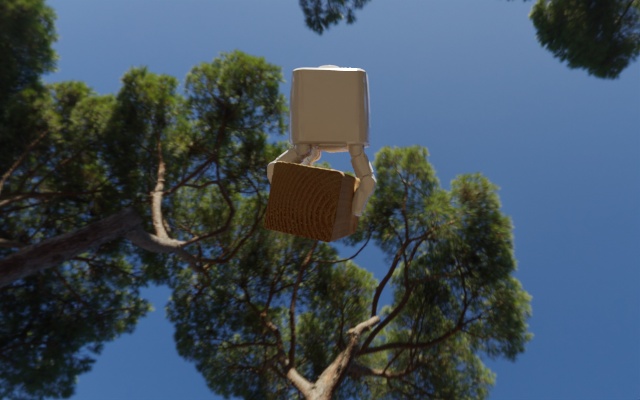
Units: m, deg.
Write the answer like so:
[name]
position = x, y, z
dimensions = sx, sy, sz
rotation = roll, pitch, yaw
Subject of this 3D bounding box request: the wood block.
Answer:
[wood block]
position = 0.001, 0.002, 0.688
dimensions = 0.091, 0.090, 0.206
rotation = 11, 2, 13
